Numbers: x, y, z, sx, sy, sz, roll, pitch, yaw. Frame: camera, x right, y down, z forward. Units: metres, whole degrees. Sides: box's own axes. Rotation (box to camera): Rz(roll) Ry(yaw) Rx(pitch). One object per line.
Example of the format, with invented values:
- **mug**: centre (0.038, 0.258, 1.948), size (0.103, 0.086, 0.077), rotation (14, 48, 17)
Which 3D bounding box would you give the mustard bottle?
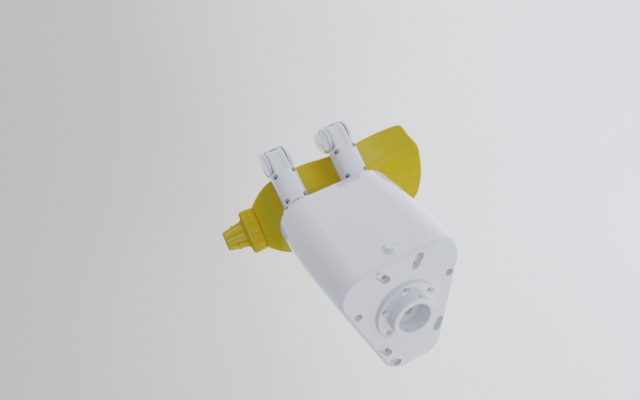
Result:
- **mustard bottle**: centre (0.000, 0.001, 0.453), size (0.191, 0.058, 0.096), rotation (-24, -31, -12)
